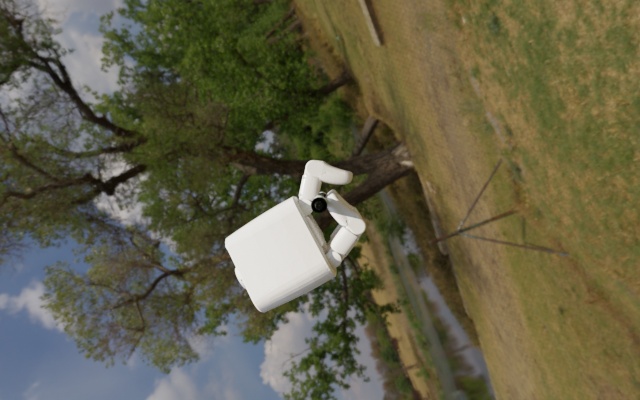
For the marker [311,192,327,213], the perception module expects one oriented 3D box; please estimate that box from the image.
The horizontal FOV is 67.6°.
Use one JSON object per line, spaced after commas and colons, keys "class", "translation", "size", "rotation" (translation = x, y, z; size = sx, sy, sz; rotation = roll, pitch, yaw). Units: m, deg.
{"class": "marker", "translation": [0.000, 0.002, 0.597], "size": [0.020, 0.020, 0.121], "rotation": [0, 4, 2]}
